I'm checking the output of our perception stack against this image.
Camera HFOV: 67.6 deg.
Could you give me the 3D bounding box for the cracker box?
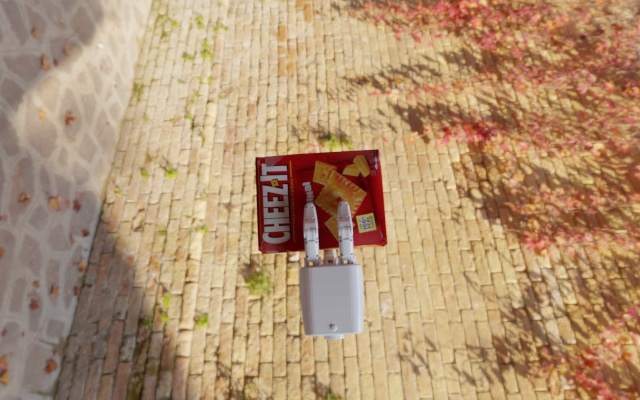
[{"bbox_3d":[0.000,0.003,0.812,0.214,0.164,0.072,-3,-9,1],"label":"cracker box"}]
